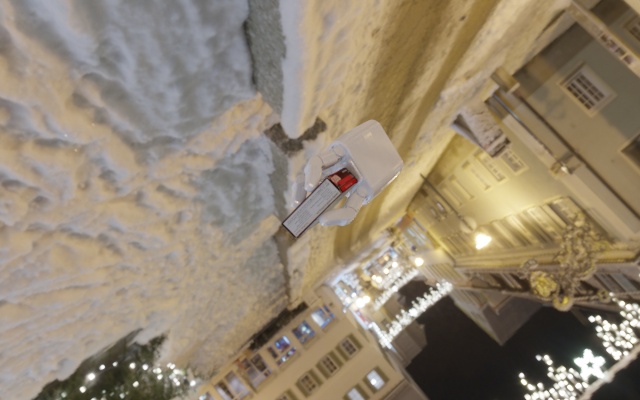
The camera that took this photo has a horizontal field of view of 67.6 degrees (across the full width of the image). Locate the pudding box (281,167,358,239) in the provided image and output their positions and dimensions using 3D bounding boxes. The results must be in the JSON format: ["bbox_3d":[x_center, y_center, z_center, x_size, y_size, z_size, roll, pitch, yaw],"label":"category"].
[{"bbox_3d":[0.000,0.003,0.750,0.113,0.039,0.090,-47,-7,23],"label":"pudding box"}]
